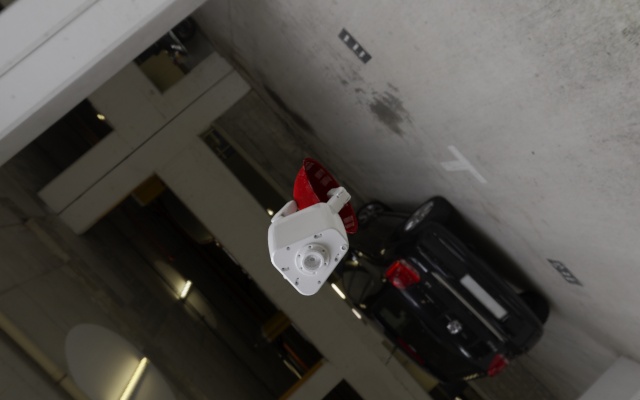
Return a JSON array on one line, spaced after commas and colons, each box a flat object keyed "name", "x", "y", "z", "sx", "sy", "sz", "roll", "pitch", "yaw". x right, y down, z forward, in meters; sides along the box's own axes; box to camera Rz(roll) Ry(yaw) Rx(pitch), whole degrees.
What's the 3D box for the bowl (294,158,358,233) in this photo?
[{"name": "bowl", "x": 0.000, "y": 0.003, "z": 0.874, "sx": 0.055, "sy": 0.162, "sz": 0.162, "roll": -34, "pitch": -12, "yaw": 18}]
